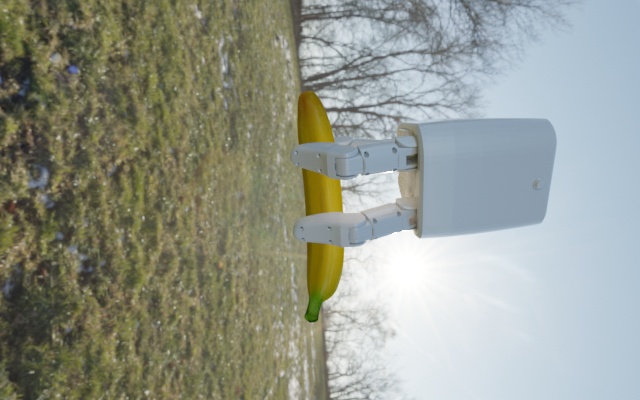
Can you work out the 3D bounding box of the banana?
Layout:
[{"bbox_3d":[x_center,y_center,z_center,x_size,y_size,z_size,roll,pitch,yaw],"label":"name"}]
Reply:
[{"bbox_3d":[0.002,0.004,0.434,0.037,0.198,0.069,-3,2,4],"label":"banana"}]
